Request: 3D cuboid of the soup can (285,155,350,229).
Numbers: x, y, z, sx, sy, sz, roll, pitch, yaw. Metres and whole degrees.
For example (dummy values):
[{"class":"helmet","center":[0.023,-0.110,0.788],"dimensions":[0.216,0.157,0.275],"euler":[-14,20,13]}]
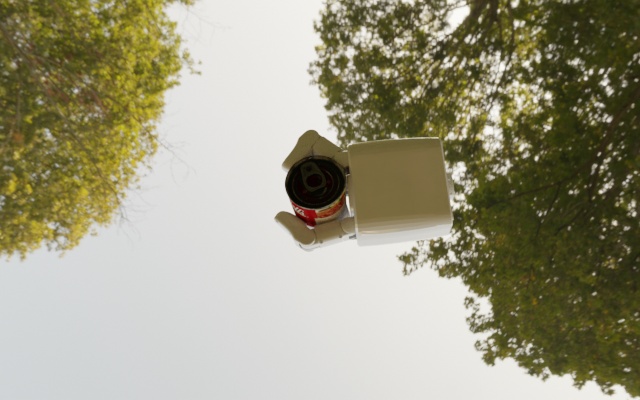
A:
[{"class":"soup can","center":[0.000,0.002,0.564],"dimensions":[0.068,0.068,0.102],"euler":[0,-27,7]}]
